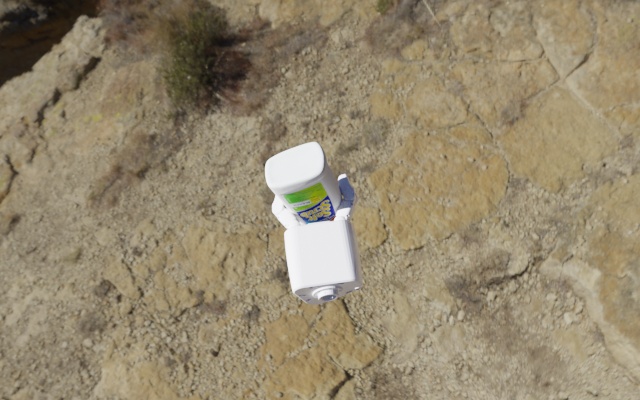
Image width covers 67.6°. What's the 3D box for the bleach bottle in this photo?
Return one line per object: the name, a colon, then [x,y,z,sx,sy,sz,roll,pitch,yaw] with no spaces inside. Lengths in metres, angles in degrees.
bleach bottle: [0.000,0.003,0.826,0.102,0.068,0.251,-18,-33,13]
